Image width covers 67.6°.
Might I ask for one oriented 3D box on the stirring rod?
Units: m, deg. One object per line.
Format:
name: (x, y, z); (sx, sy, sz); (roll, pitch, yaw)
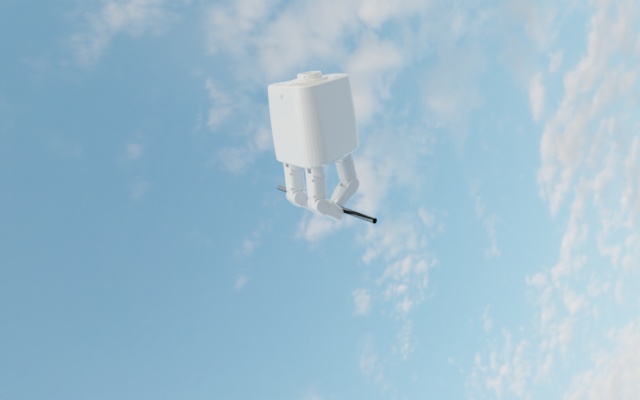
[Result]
stirring rod: (0.000, 0.002, 0.719); (0.011, 0.011, 0.239); (0, 12, -37)
